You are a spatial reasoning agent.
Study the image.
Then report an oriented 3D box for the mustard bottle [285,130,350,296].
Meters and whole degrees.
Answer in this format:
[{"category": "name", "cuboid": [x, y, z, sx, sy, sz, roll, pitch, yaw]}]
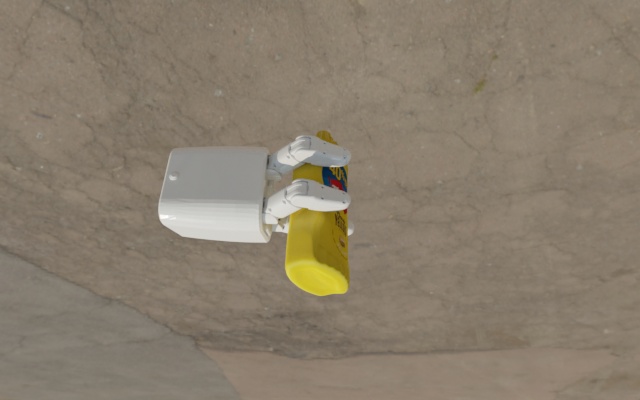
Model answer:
[{"category": "mustard bottle", "cuboid": [0.000, 0.002, 0.535, 0.058, 0.191, 0.096, -12, -33, 21]}]
